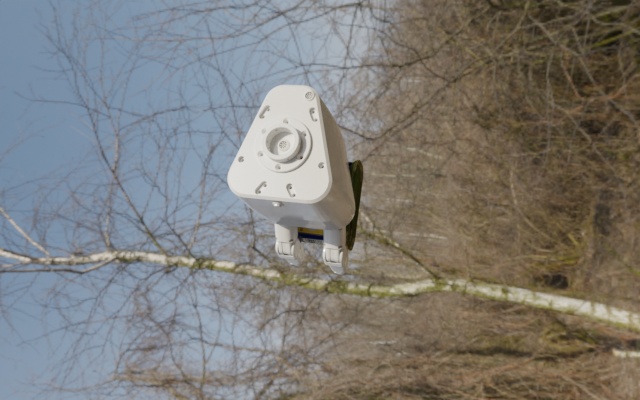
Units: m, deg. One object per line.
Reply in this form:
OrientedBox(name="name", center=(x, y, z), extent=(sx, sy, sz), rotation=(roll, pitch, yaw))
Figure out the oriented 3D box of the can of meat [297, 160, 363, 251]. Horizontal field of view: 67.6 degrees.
OrientedBox(name="can of meat", center=(0.000, 0.002, 0.553), extent=(0.084, 0.102, 0.057), rotation=(6, -9, 13))
